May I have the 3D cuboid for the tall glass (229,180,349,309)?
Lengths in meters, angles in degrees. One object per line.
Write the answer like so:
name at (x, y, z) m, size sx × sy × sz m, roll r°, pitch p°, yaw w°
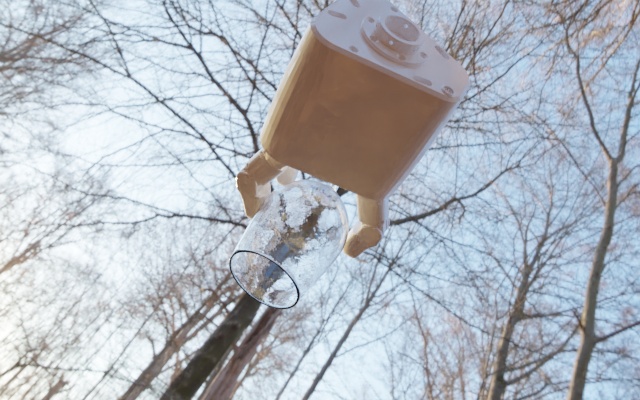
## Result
tall glass at (0.000, 0.001, 0.427) m, size 0.079 × 0.079 × 0.201 m, roll 0°, pitch 37°, yaw 33°
